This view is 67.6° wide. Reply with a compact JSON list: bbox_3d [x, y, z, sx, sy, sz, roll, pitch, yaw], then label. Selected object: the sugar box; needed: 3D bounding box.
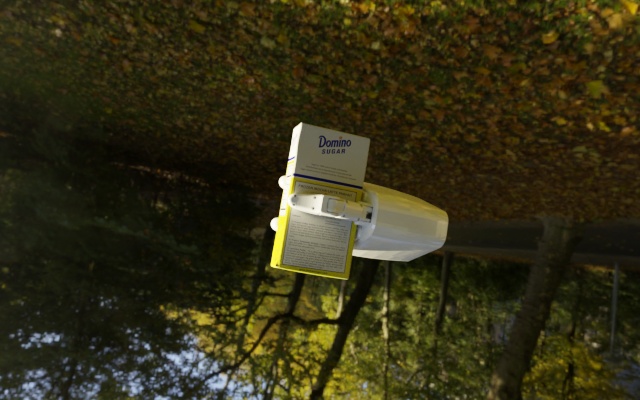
[{"bbox_3d":[0.000,0.002,0.588,0.093,0.176,0.048,11,-7,-16],"label":"sugar box"}]
